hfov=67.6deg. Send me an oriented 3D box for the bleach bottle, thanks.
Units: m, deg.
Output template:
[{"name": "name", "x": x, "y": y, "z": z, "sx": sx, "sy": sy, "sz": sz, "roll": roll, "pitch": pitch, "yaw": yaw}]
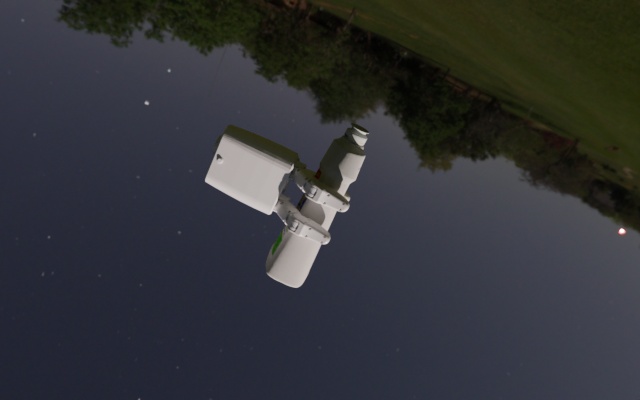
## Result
[{"name": "bleach bottle", "x": 0.000, "y": 0.002, "z": 0.700, "sx": 0.068, "sy": 0.251, "sz": 0.102, "roll": 26, "pitch": 21, "yaw": -6}]
